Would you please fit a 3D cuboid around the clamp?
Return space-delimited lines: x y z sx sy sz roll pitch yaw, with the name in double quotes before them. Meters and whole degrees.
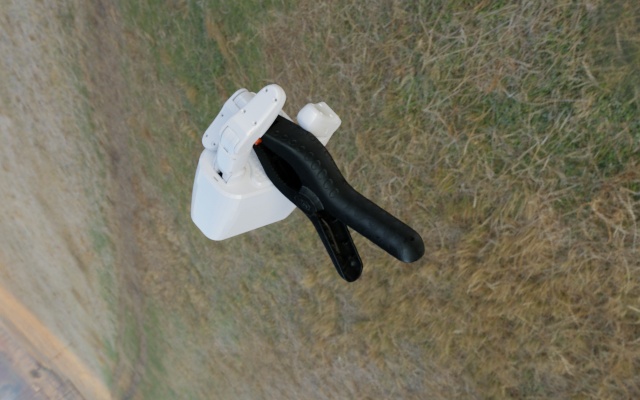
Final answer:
"clamp" 0.000 0.001 0.400 0.039 0.171 0.120 -38 -9 -33
